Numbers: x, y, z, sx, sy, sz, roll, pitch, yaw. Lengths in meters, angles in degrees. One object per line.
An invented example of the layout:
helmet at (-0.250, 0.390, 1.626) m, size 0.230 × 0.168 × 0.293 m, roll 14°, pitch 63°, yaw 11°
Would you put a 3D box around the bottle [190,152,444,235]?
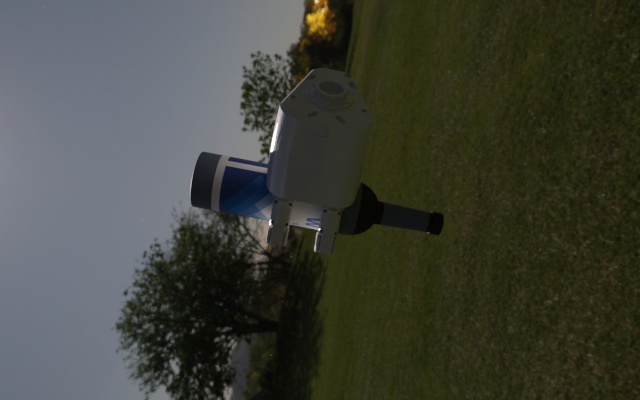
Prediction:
bottle at (0.000, 0.002, 0.570) m, size 0.296 × 0.069 × 0.069 m, roll 11°, pitch -1°, yaw -3°
